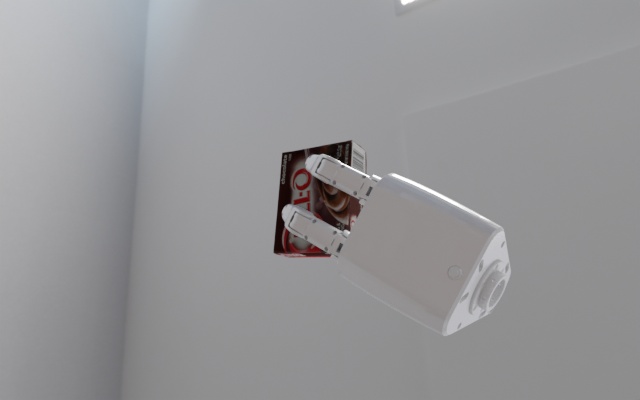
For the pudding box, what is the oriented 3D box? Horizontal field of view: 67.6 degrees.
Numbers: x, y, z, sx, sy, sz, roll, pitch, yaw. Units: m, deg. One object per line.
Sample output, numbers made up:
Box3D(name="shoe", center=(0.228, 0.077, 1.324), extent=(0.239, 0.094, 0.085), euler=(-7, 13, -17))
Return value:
Box3D(name="pudding box", center=(0.000, 0.002, 0.489), extent=(0.090, 0.113, 0.039), euler=(-6, -19, 34))
